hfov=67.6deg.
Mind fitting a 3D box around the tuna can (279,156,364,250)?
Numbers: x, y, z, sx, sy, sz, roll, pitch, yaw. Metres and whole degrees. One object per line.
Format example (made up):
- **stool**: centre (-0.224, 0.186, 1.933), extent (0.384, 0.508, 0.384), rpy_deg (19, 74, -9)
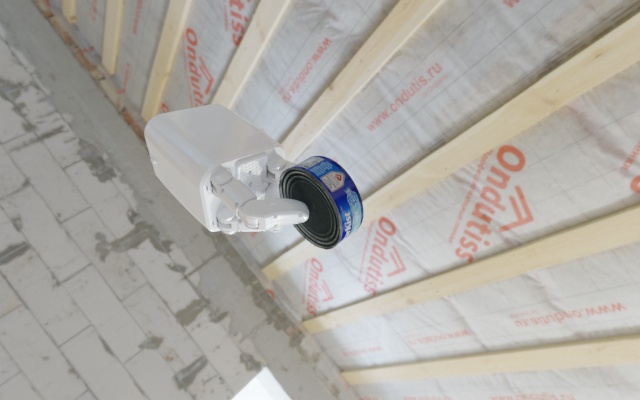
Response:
- **tuna can**: centre (0.001, 0.001, 0.454), extent (0.033, 0.086, 0.086), rpy_deg (-32, 18, -31)
